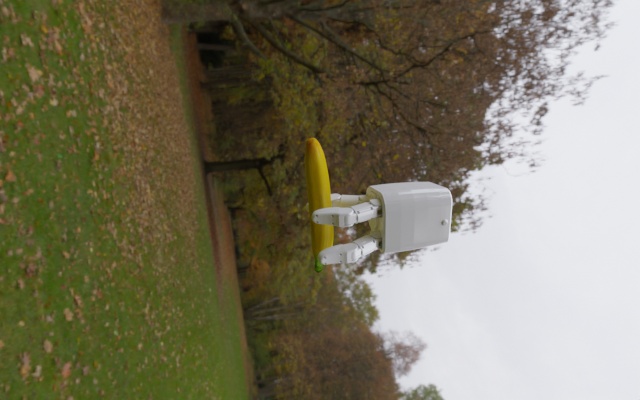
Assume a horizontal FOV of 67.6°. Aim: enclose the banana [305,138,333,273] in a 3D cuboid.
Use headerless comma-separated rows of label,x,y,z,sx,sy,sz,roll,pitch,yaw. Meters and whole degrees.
banana,-0.001,0.005,0.728,0.037,0.198,0.069,-5,2,-3
